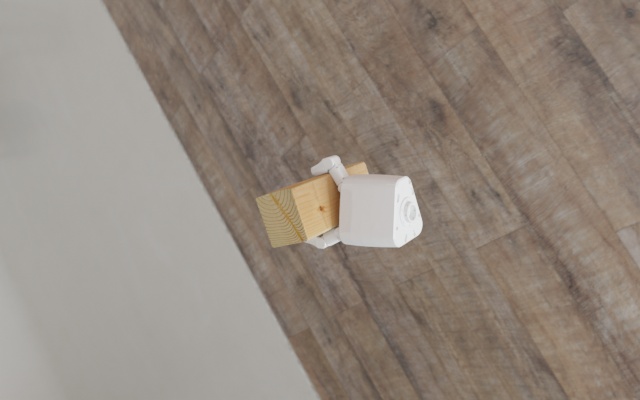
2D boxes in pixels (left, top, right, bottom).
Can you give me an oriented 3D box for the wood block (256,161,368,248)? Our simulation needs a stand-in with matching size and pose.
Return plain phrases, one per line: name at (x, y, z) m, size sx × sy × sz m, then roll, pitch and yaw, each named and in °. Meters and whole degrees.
wood block at (0.000, 0.002, 0.846) m, size 0.090 × 0.091 × 0.206 m, roll -15°, pitch 5°, yaw 42°
